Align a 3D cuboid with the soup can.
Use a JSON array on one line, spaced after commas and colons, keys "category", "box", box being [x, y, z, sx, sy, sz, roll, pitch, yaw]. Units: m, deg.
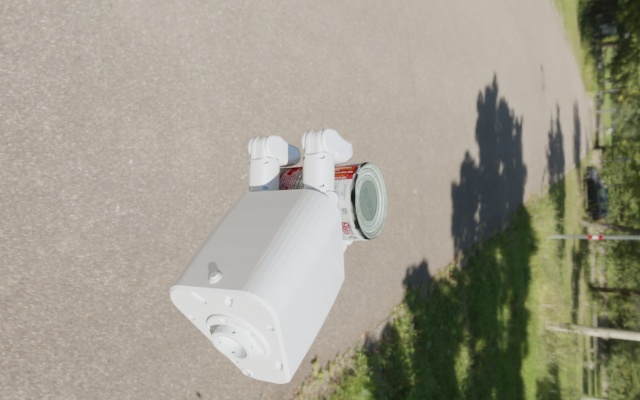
[{"category": "soup can", "box": [0.001, 0.001, 0.428, 0.102, 0.068, 0.068, -2, -1, 31]}]
